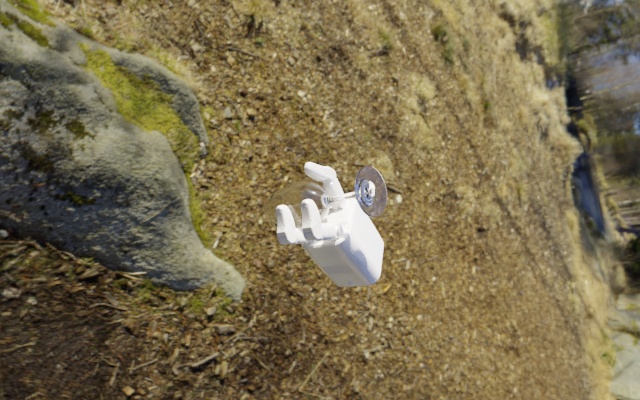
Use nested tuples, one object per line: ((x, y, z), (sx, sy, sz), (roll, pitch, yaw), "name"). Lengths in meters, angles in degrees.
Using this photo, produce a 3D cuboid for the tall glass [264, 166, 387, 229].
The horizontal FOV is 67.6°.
((0.001, 0.002, 0.739), (0.201, 0.079, 0.079), (-11, -8, 42), "tall glass")
